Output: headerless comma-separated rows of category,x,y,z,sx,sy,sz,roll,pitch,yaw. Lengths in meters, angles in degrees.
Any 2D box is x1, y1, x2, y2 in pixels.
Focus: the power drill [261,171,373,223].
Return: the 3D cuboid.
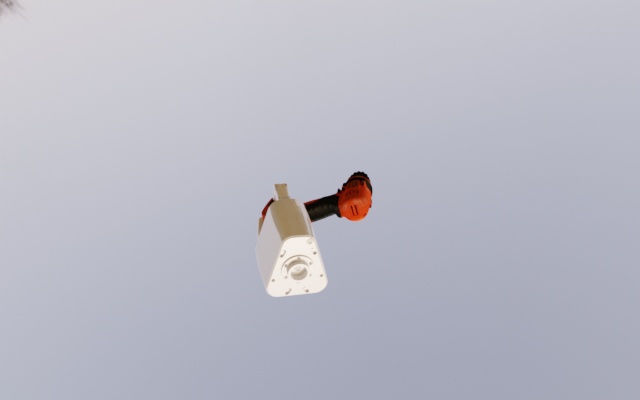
power drill,0.000,0.003,0.841,0.187,0.057,0.184,-16,14,12
